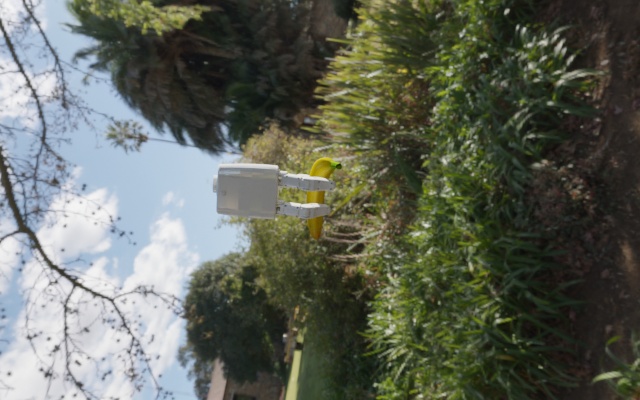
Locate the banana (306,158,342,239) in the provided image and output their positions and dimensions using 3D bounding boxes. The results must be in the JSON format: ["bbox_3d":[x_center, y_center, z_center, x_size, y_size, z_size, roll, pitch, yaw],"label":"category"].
[{"bbox_3d":[-0.004,-0.013,0.908,0.037,0.198,0.069,-2,45,-17],"label":"banana"}]
